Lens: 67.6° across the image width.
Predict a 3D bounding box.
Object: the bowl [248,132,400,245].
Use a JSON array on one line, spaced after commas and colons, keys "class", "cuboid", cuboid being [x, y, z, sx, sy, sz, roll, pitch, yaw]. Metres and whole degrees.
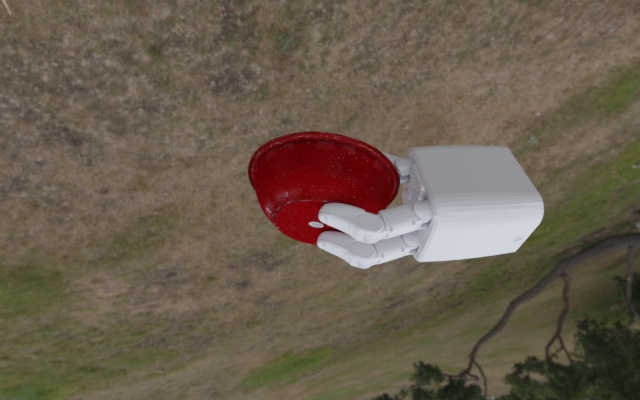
[{"class": "bowl", "cuboid": [-0.001, 0.002, 0.493, 0.162, 0.055, 0.162, 5, -32, 3]}]
